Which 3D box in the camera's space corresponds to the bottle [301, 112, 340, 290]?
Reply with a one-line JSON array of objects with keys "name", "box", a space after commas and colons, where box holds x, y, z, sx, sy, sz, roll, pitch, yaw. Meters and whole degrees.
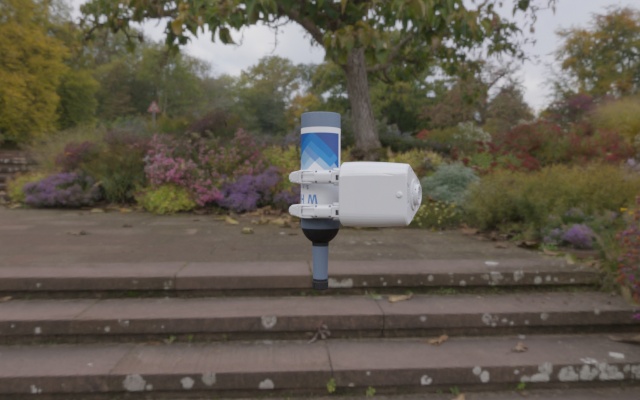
[{"name": "bottle", "box": [0.000, 0.002, 0.809, 0.069, 0.296, 0.069, 0, 2, 0]}]
